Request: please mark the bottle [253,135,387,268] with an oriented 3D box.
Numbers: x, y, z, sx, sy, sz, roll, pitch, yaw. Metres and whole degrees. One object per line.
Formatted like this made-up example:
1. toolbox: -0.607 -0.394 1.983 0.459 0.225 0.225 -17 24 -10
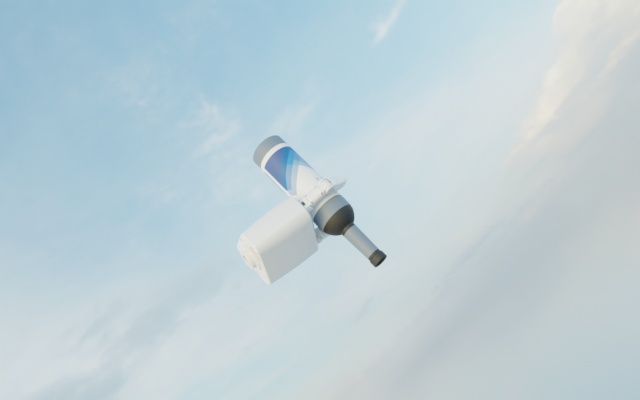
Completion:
1. bottle: 0.000 0.002 0.822 0.295 0.069 0.069 44 19 21
